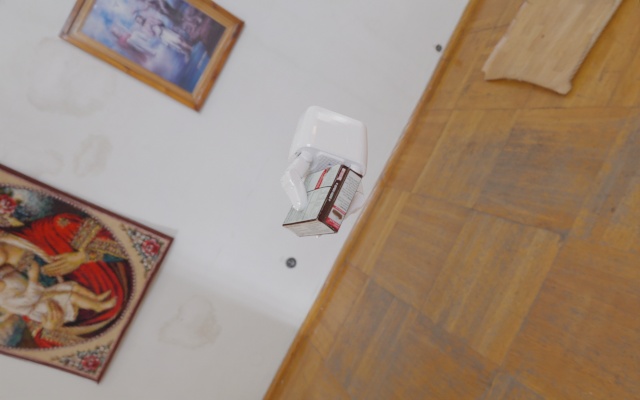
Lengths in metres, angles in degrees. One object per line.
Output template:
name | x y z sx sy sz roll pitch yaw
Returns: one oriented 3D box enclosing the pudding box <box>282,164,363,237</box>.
pudding box | 0.000 0.002 0.663 0.039 0.090 0.113 32 -20 -20
